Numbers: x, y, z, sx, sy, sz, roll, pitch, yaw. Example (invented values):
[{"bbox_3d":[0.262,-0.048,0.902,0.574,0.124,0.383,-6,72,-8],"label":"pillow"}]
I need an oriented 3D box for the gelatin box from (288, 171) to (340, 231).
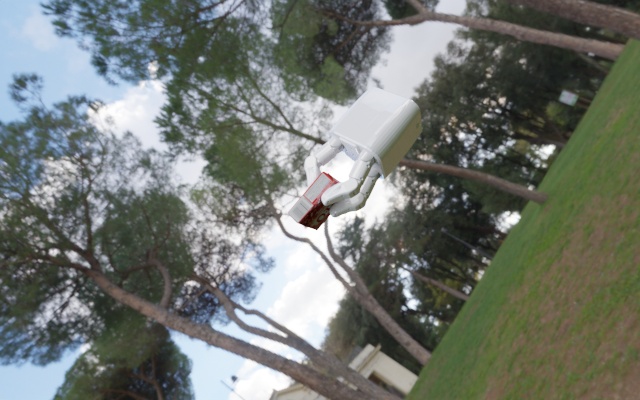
[{"bbox_3d":[0.000,0.002,0.752,0.030,0.089,0.073,44,7,25],"label":"gelatin box"}]
